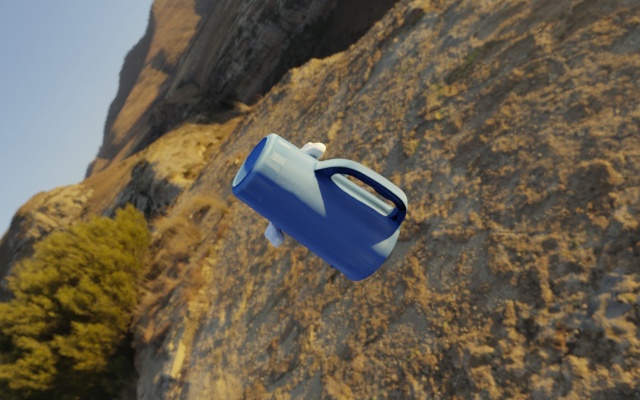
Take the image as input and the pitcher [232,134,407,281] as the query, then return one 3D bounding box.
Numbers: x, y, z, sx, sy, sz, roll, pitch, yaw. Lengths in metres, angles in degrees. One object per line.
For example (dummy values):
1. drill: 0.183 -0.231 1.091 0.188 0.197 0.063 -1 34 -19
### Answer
1. pitcher: 0.000 0.002 0.718 0.243 0.149 0.145 34 -7 -19
